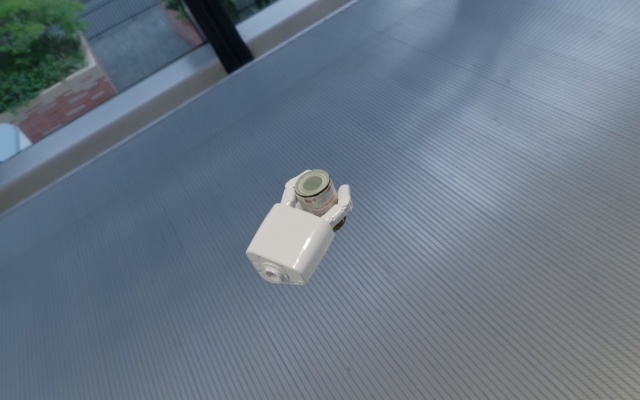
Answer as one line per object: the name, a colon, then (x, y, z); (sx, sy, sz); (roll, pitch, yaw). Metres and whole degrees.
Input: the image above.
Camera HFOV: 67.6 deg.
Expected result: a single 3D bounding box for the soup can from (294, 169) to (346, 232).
soup can: (0.000, 0.002, 0.860); (0.068, 0.068, 0.102); (0, -43, 25)
